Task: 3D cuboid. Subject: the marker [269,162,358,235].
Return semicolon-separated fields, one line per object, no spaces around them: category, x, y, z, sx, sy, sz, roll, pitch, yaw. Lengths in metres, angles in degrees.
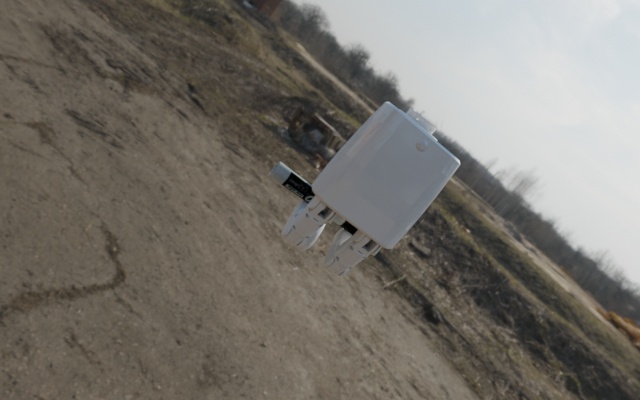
marker;0.000;0.002;0.503;0.121;0.020;0.020;36;-11;-15
